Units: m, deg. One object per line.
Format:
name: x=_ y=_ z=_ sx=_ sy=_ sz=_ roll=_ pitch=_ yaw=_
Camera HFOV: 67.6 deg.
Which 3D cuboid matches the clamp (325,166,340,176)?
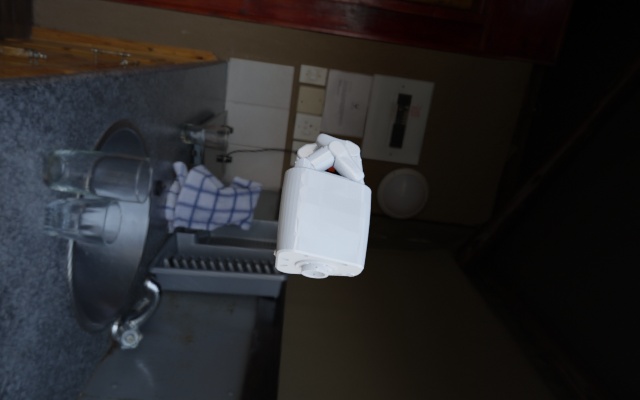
clamp: x=0.001 y=0.002 z=0.694 sx=0.039 sy=0.120 sz=0.171 roll=8 pitch=-25 yaw=-3
